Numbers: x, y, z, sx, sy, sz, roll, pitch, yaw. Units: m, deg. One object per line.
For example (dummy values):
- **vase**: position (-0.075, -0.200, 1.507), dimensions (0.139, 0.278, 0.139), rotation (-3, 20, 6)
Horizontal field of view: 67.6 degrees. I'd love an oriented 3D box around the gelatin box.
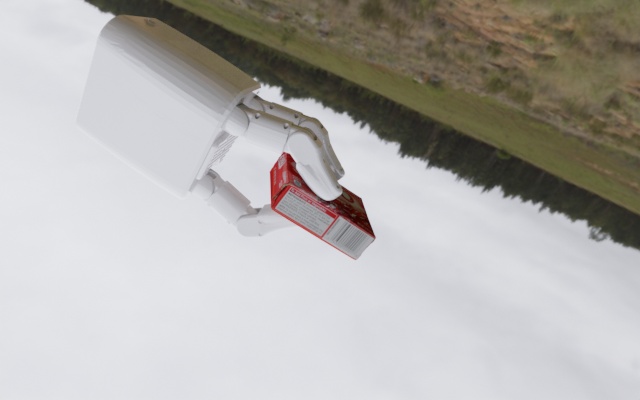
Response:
- **gelatin box**: position (0.000, 0.002, 0.404), dimensions (0.089, 0.030, 0.073), rotation (33, 19, -19)
